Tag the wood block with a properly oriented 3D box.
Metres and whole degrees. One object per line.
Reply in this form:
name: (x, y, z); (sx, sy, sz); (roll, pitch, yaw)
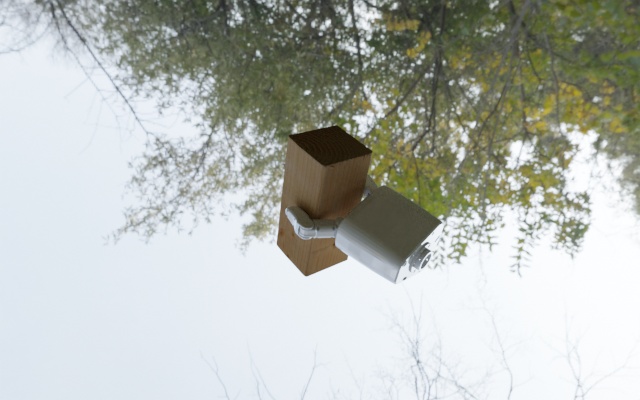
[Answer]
wood block: (0.000, 0.003, 0.727); (0.091, 0.206, 0.090); (-18, 44, -33)
